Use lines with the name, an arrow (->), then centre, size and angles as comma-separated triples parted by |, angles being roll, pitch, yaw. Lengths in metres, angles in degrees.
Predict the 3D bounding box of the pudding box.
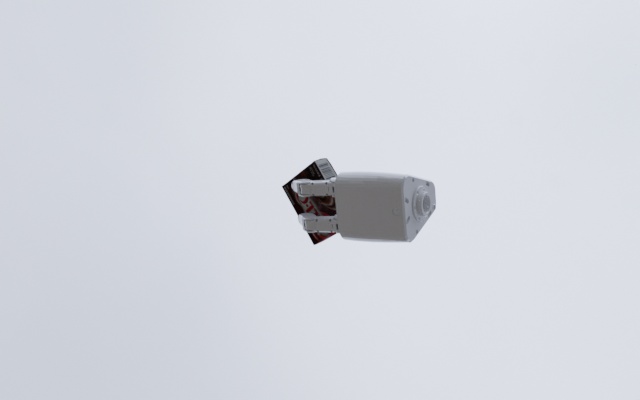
pudding box -> 0.000, 0.002, 0.753 | 0.039, 0.113, 0.090 | -20, -11, -48
